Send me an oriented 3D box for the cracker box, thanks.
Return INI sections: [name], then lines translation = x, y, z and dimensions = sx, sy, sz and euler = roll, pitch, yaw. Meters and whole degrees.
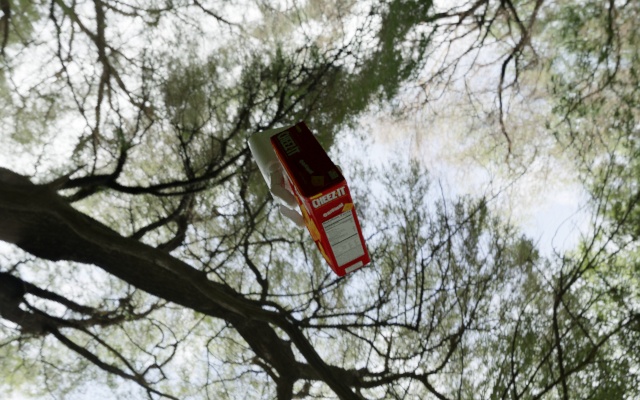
[cracker box]
translation = 0.000, 0.003, 0.789
dimensions = 0.072, 0.214, 0.164
euler = -27, 47, -6
